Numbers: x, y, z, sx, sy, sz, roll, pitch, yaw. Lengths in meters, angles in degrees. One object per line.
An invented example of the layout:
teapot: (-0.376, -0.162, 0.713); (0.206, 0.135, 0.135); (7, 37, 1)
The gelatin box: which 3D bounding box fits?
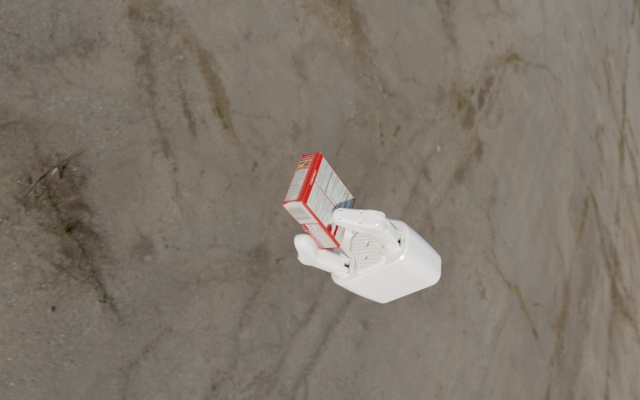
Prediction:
gelatin box: (0.000, 0.002, 0.542); (0.030, 0.073, 0.089); (-8, -43, 33)
